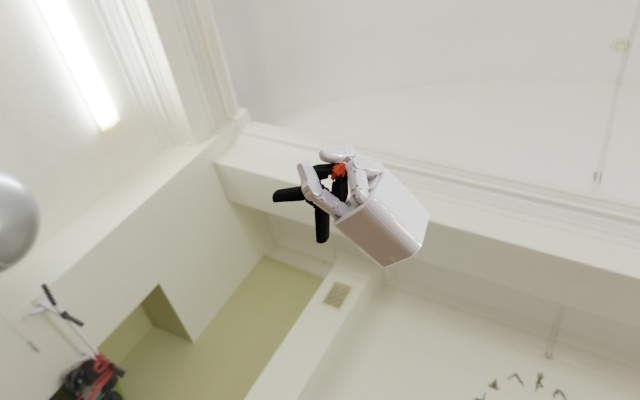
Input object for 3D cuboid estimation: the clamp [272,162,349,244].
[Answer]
[{"bbox_3d":[0.000,0.002,0.761,0.171,0.120,0.039,-35,14,52],"label":"clamp"}]
